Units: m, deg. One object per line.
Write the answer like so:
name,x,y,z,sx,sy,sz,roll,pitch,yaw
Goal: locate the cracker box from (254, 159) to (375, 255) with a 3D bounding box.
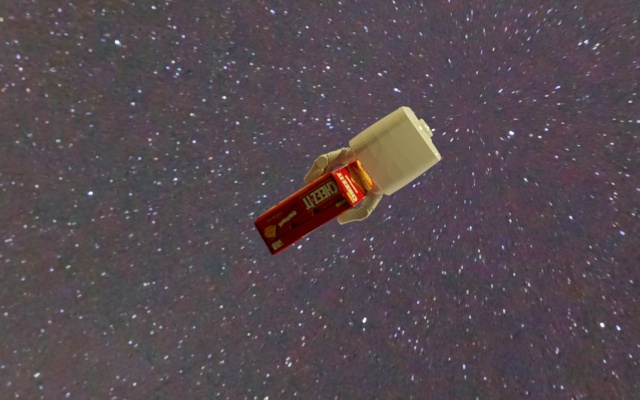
cracker box,0.000,0.003,0.839,0.164,0.072,0.213,-33,-1,20
